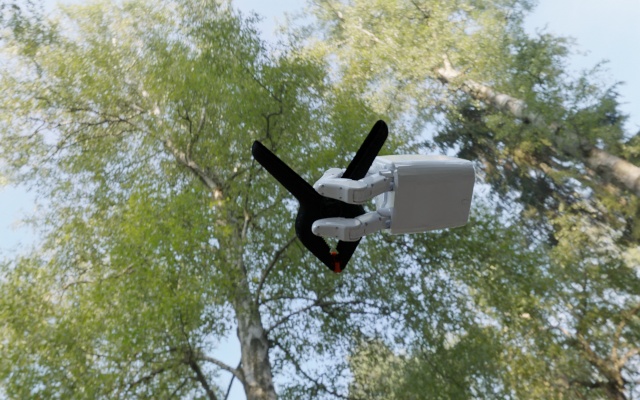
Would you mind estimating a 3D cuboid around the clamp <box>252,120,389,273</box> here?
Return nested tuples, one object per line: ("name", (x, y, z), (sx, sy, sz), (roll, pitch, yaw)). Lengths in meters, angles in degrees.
("clamp", (0.000, 0.002, 0.610), (0.164, 0.210, 0.036), (-3, 28, -7))
